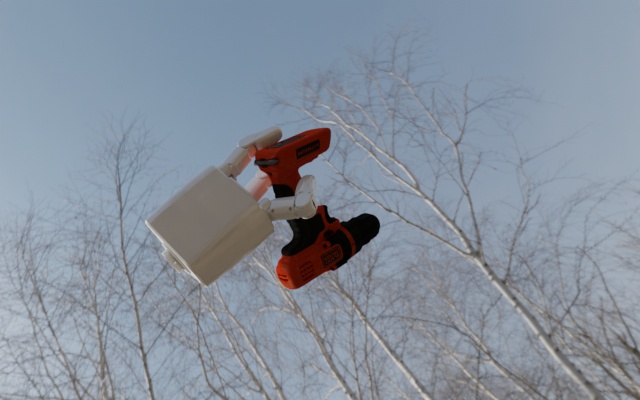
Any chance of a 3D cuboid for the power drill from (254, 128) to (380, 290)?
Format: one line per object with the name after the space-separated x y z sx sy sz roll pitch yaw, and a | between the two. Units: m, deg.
0.000 0.002 0.641 0.184 0.188 0.057 -28 18 -39 | power drill
